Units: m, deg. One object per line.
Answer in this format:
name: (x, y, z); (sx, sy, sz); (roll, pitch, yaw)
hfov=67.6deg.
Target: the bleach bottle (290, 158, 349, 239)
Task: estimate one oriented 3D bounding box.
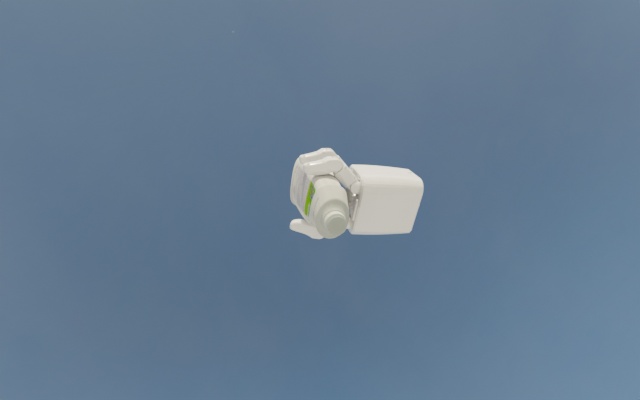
bleach bottle: (0.000, 0.002, 0.775); (0.068, 0.102, 0.250); (3, 19, -12)
